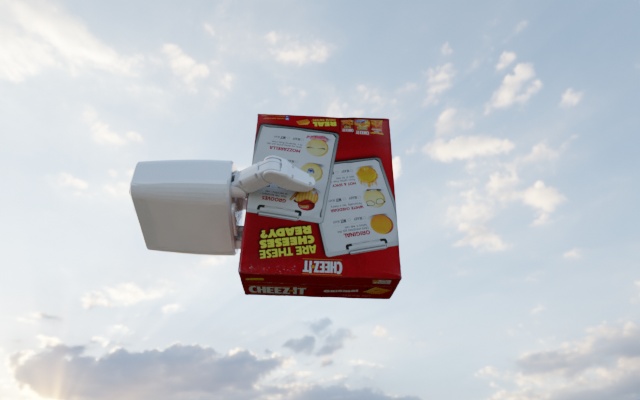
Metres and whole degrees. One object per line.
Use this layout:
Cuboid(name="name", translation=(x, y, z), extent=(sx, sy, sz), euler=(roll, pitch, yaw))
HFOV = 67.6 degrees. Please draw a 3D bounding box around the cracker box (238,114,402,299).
Cuboid(name="cracker box", translation=(0.000, 0.002, 0.550), extent=(0.164, 0.213, 0.072), euler=(2, -32, -1))
